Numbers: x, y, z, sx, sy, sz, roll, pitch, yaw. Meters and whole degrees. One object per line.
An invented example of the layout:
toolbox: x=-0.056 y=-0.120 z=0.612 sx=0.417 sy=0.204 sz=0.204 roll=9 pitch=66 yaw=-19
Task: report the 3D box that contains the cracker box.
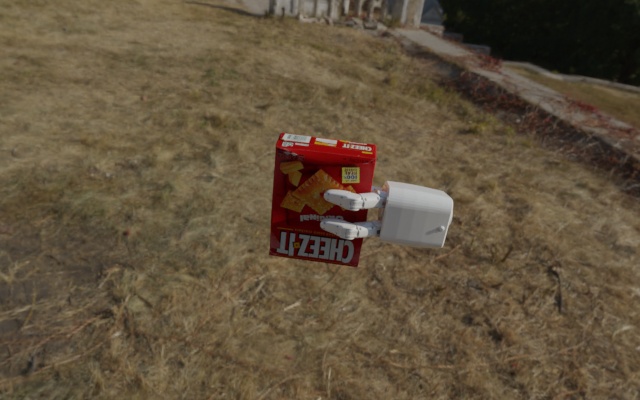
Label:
cracker box: x=0.000 y=0.002 z=0.820 sx=0.164 sy=0.214 sz=0.072 roll=8 pitch=27 yaw=2
